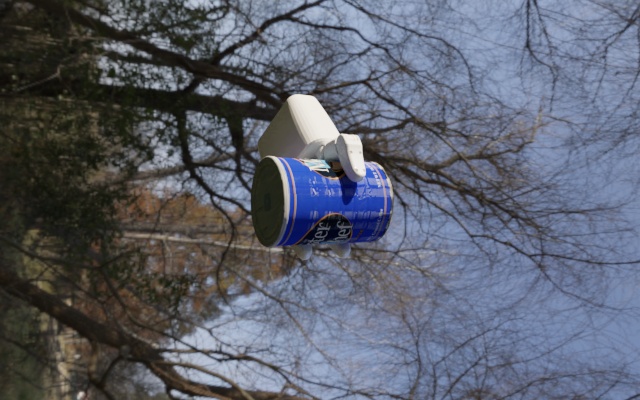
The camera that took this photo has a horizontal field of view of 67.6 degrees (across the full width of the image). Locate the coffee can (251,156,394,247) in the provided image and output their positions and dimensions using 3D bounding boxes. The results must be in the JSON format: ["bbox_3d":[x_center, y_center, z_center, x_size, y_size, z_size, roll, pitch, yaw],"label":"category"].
[{"bbox_3d":[0.000,0.002,0.568,0.140,0.103,0.103,1,0,-28],"label":"coffee can"}]
